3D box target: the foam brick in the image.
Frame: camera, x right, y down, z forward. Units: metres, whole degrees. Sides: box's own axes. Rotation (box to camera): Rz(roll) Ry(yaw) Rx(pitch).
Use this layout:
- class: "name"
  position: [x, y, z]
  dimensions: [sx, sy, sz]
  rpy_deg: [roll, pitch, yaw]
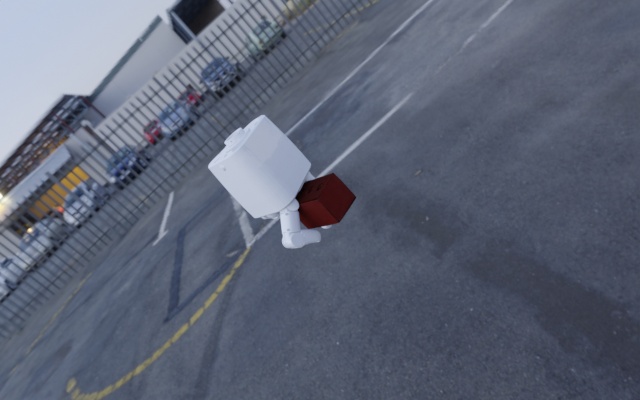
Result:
- class: "foam brick"
  position: [0.000, 0.002, 0.689]
  dimensions: [0.051, 0.053, 0.078]
  rpy_deg: [48, -35, -20]
